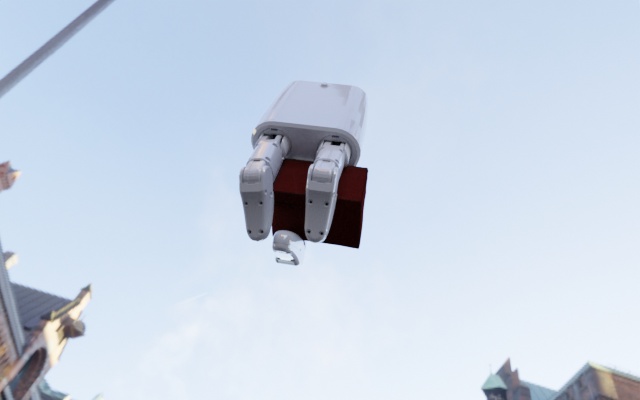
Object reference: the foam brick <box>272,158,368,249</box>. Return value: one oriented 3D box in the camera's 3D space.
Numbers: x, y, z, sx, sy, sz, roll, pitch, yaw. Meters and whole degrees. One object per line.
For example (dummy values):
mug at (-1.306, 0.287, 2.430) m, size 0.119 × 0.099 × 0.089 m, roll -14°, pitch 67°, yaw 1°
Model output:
foam brick at (0.000, 0.002, 0.413) m, size 0.078 × 0.053 × 0.051 m, roll 8°, pitch 38°, yaw 8°
